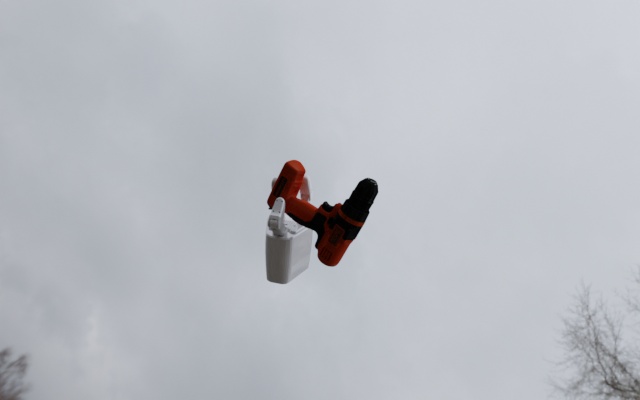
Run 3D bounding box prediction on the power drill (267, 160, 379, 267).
[{"bbox_3d":[0.000,0.003,0.887,0.187,0.184,0.057,37,20,24],"label":"power drill"}]
